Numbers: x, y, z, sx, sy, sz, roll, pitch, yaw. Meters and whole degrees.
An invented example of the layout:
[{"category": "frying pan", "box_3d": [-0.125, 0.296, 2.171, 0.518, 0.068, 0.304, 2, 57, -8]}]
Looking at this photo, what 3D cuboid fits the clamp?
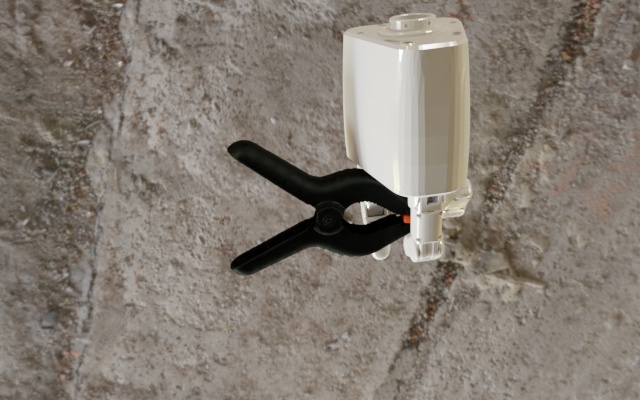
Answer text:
[{"category": "clamp", "box_3d": [0.000, 0.002, 0.403, 0.171, 0.120, 0.039, -8, 28, -2]}]
